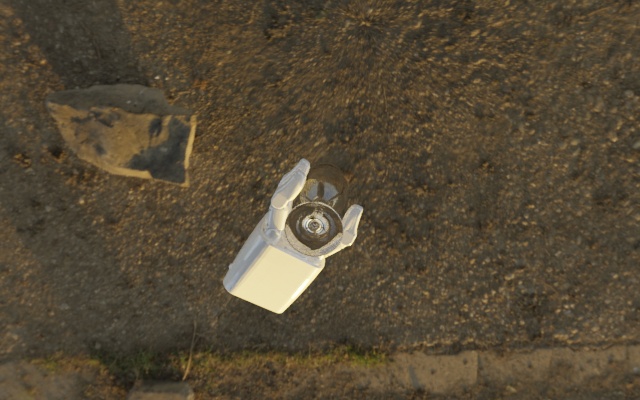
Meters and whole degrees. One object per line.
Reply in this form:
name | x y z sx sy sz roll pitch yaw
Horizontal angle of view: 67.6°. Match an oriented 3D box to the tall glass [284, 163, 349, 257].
tall glass | 0.000 0.002 0.683 0.079 0.079 0.201 0 21 6
